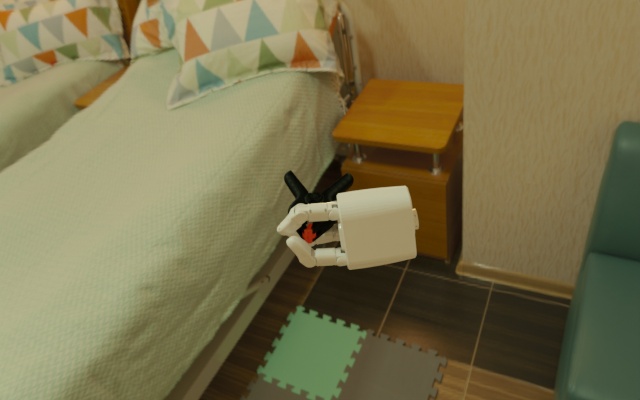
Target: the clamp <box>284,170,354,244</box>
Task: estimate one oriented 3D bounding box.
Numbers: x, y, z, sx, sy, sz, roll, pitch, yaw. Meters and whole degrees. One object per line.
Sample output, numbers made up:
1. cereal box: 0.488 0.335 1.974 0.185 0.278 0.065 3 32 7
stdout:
1. clamp: 0.000 0.002 0.780 0.120 0.039 0.171 -7 40 2
